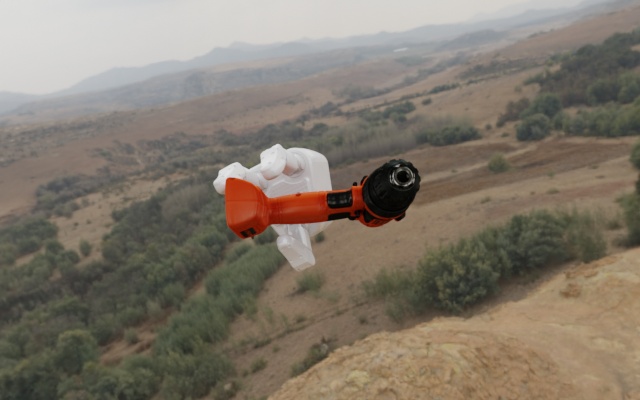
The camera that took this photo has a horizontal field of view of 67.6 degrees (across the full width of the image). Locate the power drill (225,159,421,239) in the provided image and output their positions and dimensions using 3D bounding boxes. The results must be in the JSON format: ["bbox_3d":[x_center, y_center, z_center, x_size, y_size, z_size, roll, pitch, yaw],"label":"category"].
[{"bbox_3d":[0.000,0.002,0.497,0.187,0.057,0.184,-3,-12,-3],"label":"power drill"}]
